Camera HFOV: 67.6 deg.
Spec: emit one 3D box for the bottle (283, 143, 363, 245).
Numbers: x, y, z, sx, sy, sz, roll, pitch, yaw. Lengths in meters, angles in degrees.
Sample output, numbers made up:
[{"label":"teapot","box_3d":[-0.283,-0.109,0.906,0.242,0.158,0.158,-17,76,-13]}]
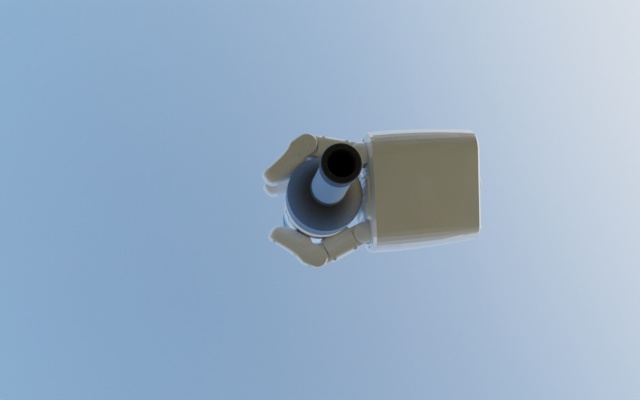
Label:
[{"label":"bottle","box_3d":[0.000,0.002,0.450,0.069,0.069,0.296,0,-10,-5]}]
